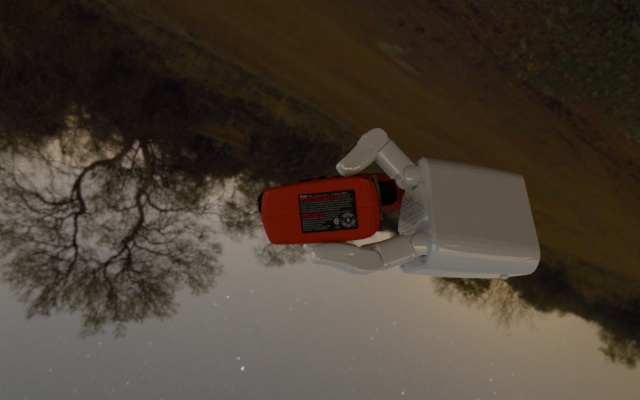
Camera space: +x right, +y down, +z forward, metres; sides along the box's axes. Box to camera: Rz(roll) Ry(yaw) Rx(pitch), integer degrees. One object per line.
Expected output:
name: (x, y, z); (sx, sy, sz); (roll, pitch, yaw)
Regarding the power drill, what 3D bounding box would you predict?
power drill: (0.000, 0.002, 0.505); (0.184, 0.057, 0.187); (-8, 6, 11)
